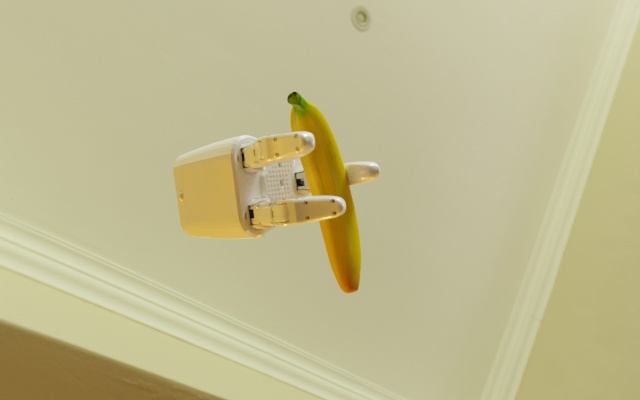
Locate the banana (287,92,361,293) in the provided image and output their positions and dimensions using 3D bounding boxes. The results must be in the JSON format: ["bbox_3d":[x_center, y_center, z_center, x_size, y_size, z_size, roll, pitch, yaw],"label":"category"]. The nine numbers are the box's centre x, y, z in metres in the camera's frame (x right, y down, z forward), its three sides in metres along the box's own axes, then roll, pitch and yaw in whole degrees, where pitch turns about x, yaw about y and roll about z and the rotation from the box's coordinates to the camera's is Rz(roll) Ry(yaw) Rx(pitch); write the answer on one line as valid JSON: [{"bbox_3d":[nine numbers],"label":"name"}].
[{"bbox_3d":[0.005,-0.009,0.450,0.037,0.198,0.069,-10,22,22],"label":"banana"}]
